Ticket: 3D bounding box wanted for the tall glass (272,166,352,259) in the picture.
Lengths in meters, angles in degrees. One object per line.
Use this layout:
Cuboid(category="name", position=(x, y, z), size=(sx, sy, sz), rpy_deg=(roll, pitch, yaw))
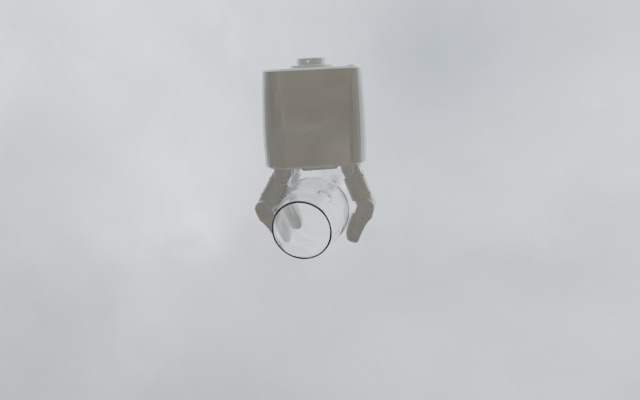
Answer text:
Cuboid(category="tall glass", position=(0.000, 0.002, 0.565), size=(0.079, 0.079, 0.201), rpy_deg=(0, 17, 12))
